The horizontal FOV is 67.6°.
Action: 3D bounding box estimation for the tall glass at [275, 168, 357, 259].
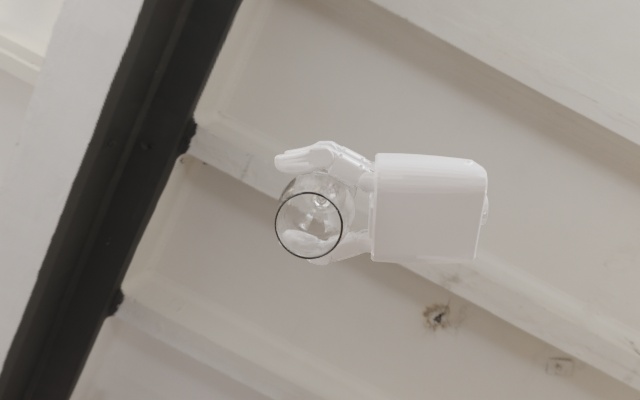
[{"bbox_3d":[0.000,0.002,0.517,0.079,0.079,0.201,0,12,7],"label":"tall glass"}]
